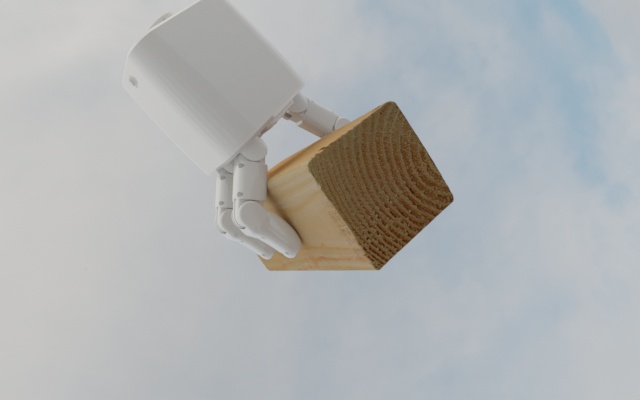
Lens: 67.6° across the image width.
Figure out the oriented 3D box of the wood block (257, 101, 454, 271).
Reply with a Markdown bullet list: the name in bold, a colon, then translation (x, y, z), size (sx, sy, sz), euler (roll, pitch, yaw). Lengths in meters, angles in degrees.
- **wood block**: translation (0.000, 0.001, 0.418), size (0.090, 0.090, 0.206), euler (-39, 10, -25)
